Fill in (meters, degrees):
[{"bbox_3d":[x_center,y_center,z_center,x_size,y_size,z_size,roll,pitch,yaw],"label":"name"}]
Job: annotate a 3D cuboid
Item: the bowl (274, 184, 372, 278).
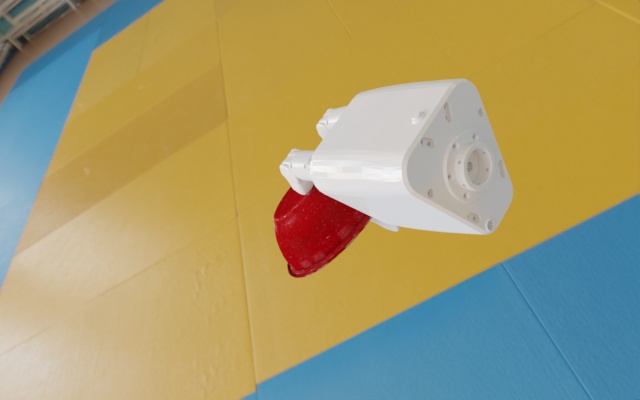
[{"bbox_3d":[-0.001,0.002,0.512,0.055,0.162,0.162,40,-12,-15],"label":"bowl"}]
